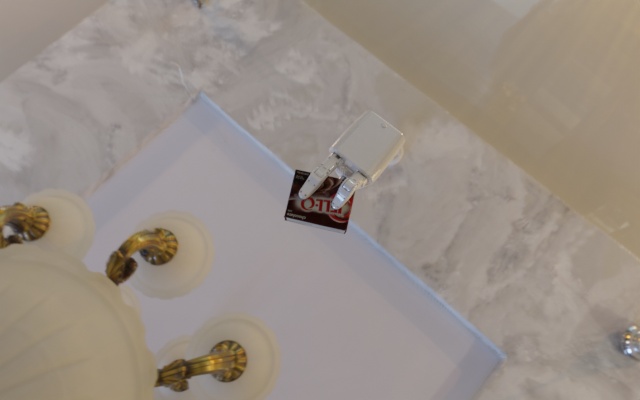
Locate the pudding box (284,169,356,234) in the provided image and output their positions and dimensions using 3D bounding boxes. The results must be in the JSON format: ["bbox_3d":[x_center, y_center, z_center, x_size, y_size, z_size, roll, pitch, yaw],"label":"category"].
[{"bbox_3d":[0.000,0.003,0.841,0.113,0.090,0.039,12,-16,3],"label":"pudding box"}]
